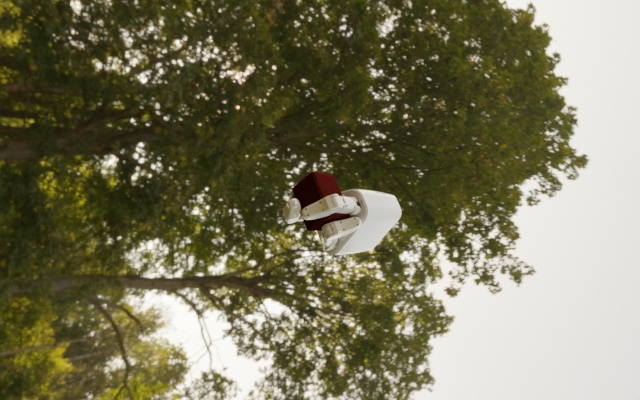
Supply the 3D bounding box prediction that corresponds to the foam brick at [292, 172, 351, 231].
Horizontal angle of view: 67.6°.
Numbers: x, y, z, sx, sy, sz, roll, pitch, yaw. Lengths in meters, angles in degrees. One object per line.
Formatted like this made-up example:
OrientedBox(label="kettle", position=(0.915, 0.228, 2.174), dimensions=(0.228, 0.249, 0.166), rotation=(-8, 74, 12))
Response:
OrientedBox(label="foam brick", position=(0.000, 0.002, 0.743), dimensions=(0.053, 0.078, 0.051), rotation=(-35, -24, 35))
